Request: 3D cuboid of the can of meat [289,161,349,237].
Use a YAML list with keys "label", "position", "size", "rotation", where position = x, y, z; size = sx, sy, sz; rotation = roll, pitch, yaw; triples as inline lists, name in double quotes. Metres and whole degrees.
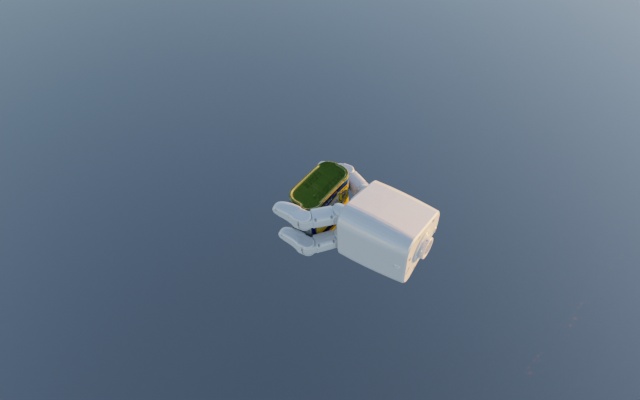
- label: "can of meat"
  position: [0.000, 0.002, 0.708]
  size: [0.057, 0.084, 0.102]
  rotation: [29, 57, 25]
